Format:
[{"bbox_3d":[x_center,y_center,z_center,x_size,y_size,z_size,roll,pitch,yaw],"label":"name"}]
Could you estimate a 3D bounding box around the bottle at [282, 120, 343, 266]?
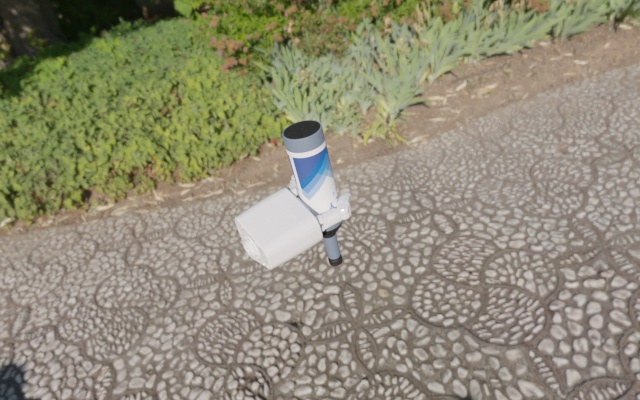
[{"bbox_3d":[0.000,0.003,0.856,0.069,0.296,0.069,-10,35,7],"label":"bottle"}]
